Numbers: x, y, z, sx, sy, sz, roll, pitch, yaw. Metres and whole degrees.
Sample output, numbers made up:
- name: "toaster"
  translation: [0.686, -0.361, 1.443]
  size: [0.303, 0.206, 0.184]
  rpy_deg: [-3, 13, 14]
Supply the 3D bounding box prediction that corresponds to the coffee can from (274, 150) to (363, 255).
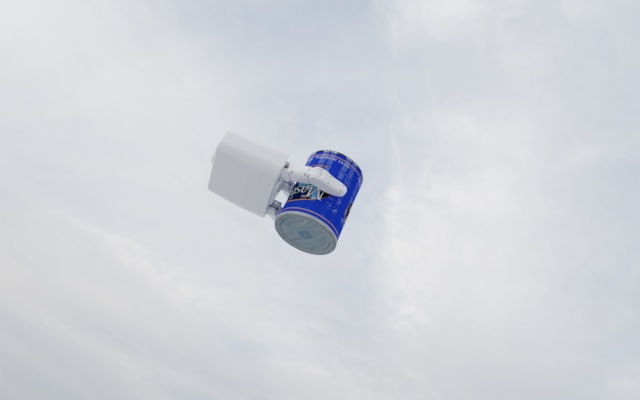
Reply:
- name: "coffee can"
  translation: [0.000, 0.003, 0.775]
  size: [0.103, 0.140, 0.103]
  rpy_deg: [17, -36, 12]
